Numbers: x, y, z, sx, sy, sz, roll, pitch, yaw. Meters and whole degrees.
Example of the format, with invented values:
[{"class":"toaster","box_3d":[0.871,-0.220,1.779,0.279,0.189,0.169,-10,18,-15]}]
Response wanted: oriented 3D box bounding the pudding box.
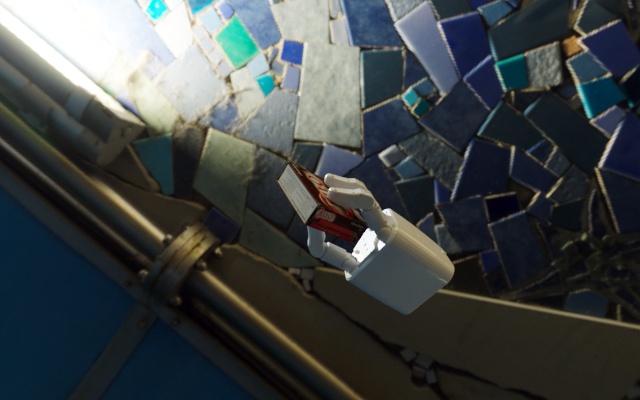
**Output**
[{"class":"pudding box","box_3d":[0.000,0.002,0.644,0.090,0.039,0.113,25,17,-38]}]
